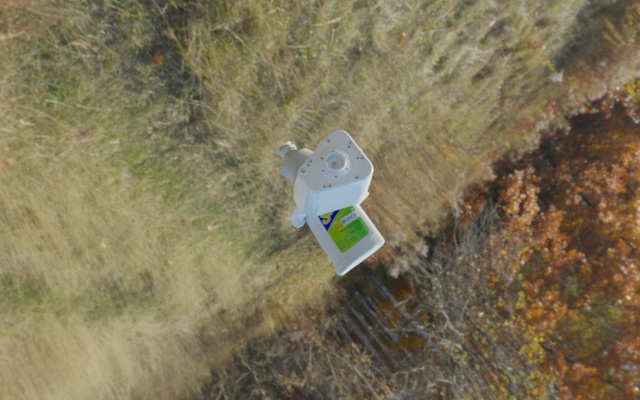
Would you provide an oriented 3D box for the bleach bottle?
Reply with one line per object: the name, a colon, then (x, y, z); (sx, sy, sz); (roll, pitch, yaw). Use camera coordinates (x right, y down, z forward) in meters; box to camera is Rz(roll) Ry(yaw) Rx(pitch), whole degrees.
bleach bottle: (0.000, 0.003, 0.849); (0.102, 0.250, 0.068); (-34, -13, -14)
